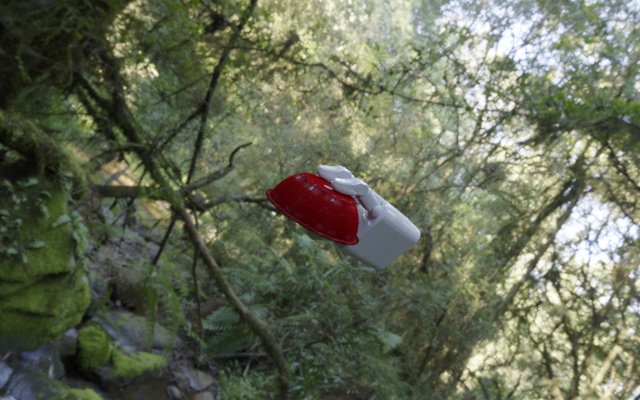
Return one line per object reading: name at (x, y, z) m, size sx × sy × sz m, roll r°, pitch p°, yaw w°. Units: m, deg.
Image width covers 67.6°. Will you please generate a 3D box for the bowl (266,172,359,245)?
bowl at (-0.001, 0.002, 0.726) m, size 0.162 × 0.055 × 0.162 m, roll 28°, pitch 12°, yaw -6°
